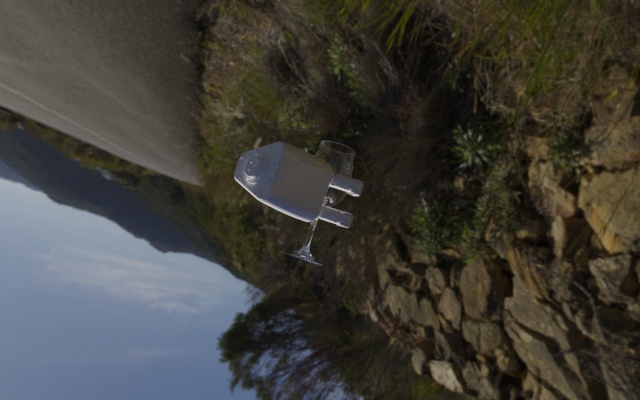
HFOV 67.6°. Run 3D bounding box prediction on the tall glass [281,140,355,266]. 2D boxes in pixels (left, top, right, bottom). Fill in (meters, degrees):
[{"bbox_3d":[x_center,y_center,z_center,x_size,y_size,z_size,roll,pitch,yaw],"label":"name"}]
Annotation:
[{"bbox_3d":[0.000,0.003,0.805,0.079,0.201,0.079,18,-6,2],"label":"tall glass"}]
